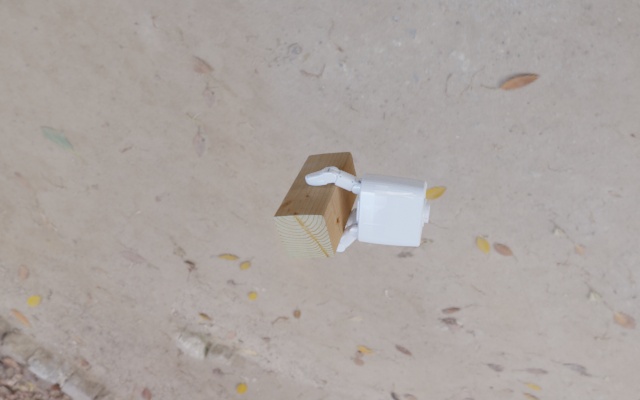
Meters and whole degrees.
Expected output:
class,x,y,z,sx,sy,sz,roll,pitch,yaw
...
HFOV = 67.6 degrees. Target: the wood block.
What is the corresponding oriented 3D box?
class,x,y,z,sx,sy,sz,roll,pitch,yaw
wood block,0.000,0.003,0.865,0.090,0.091,0.206,-3,33,20
